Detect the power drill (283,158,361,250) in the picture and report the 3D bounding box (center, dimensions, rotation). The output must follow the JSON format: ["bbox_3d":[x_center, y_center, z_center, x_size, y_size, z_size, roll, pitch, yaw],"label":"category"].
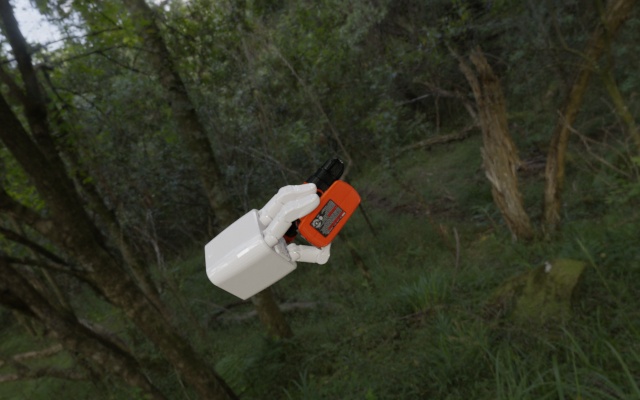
[{"bbox_3d":[0.000,0.003,0.805,0.057,0.184,0.187,38,-7,-15],"label":"power drill"}]
